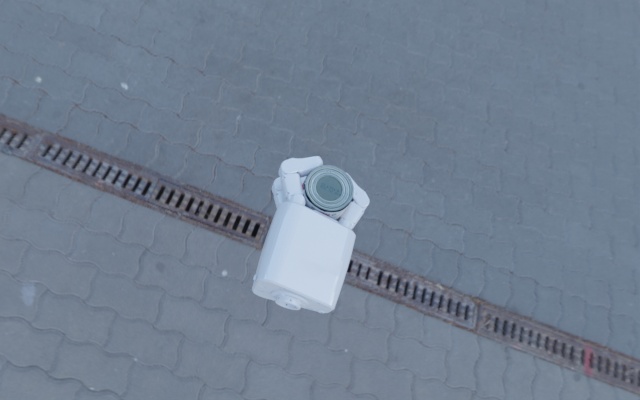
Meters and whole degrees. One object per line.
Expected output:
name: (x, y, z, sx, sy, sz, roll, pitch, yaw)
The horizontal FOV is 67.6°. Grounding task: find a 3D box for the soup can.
soup can: (0.000, 0.002, 0.657, 0.068, 0.068, 0.102, 0, -22, -14)
